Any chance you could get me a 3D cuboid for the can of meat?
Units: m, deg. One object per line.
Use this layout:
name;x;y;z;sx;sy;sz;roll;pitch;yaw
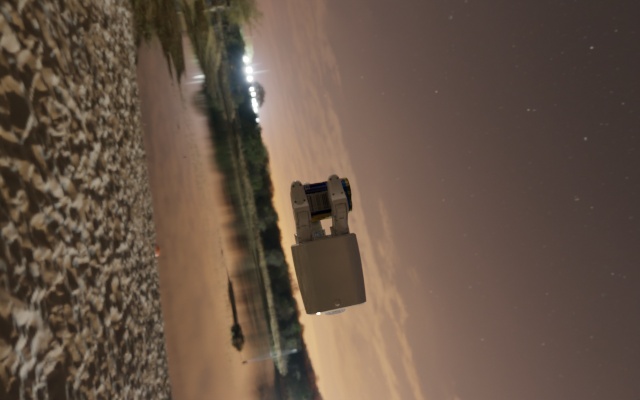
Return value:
can of meat;0.000;0.002;0.739;0.084;0.057;0.102;-10;-7;-7
